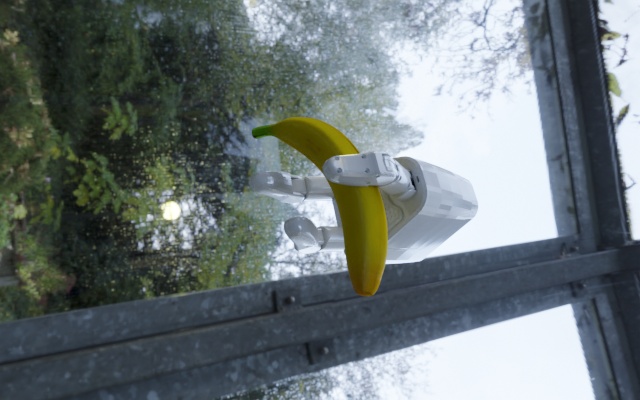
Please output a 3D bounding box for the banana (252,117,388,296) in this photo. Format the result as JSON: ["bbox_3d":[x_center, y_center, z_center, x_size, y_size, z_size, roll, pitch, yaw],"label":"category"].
[{"bbox_3d":[0.012,-0.013,0.411,0.069,0.197,0.037,-41,-31,10],"label":"banana"}]
